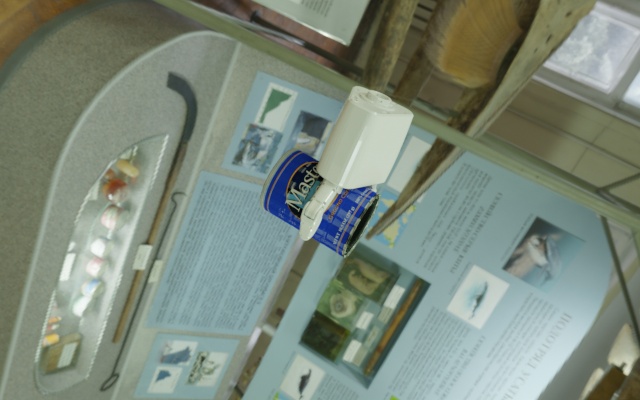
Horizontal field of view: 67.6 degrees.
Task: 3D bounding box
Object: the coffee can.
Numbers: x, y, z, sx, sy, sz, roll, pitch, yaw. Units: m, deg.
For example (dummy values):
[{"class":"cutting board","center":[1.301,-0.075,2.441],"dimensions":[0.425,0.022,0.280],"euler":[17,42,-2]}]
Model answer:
[{"class":"coffee can","center":[0.000,0.002,0.681],"dimensions":[0.140,0.103,0.103],"euler":[30,7,13]}]
